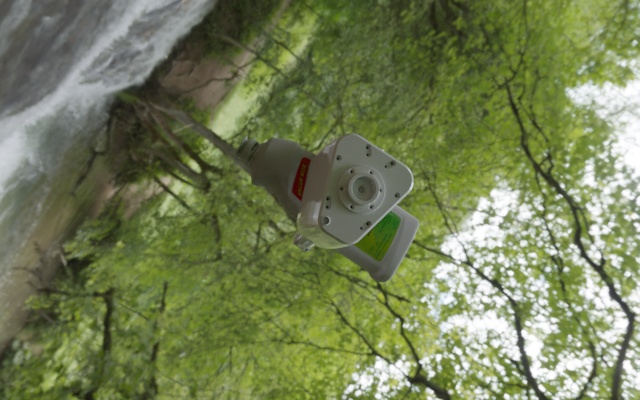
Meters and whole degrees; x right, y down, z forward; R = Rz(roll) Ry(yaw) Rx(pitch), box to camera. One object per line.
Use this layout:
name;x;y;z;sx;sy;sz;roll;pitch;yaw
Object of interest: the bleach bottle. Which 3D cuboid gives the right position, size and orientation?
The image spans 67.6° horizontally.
bleach bottle;0.000;0.002;0.624;0.251;0.102;0.068;31;-10;-8
